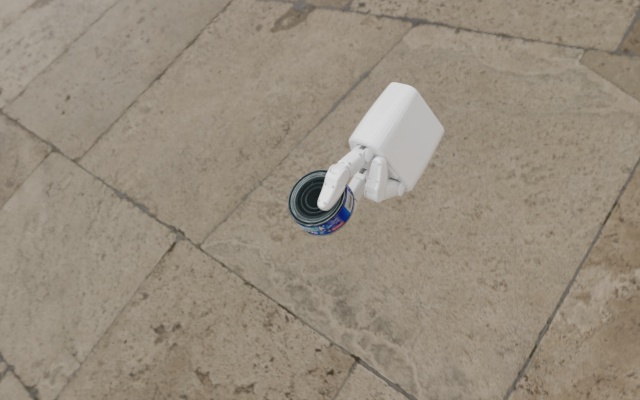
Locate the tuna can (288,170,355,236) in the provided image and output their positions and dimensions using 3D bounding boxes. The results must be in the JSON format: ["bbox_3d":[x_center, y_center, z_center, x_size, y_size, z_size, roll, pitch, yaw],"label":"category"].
[{"bbox_3d":[0.000,0.002,0.638,0.086,0.086,0.034,0,-25,26],"label":"tuna can"}]
